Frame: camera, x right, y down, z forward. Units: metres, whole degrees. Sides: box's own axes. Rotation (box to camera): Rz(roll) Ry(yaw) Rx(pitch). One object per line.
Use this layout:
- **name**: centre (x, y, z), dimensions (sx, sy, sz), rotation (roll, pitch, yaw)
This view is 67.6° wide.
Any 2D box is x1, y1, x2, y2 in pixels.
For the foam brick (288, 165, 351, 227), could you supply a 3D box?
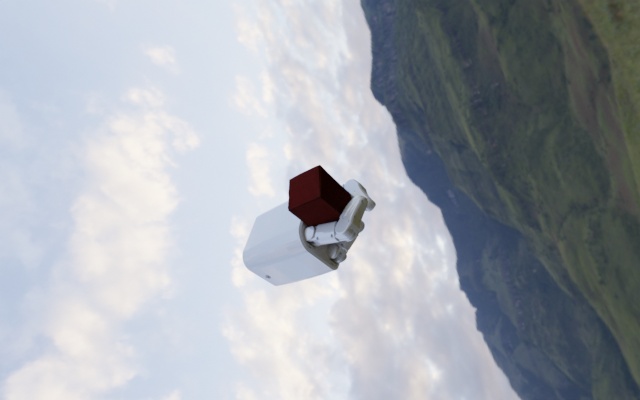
- **foam brick**: centre (0.000, 0.002, 0.623), dimensions (0.051, 0.053, 0.078), rotation (-21, -42, 27)
